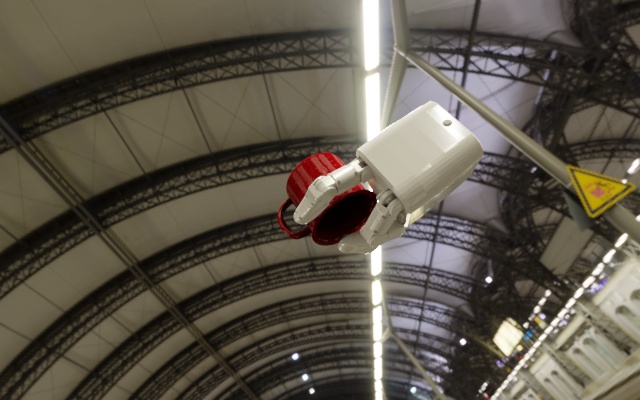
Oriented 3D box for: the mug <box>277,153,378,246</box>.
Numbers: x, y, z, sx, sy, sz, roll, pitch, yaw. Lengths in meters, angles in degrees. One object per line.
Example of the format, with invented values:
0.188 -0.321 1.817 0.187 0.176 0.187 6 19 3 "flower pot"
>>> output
-0.001 0.003 0.590 0.117 0.081 0.093 -34 -32 -4 "mug"
